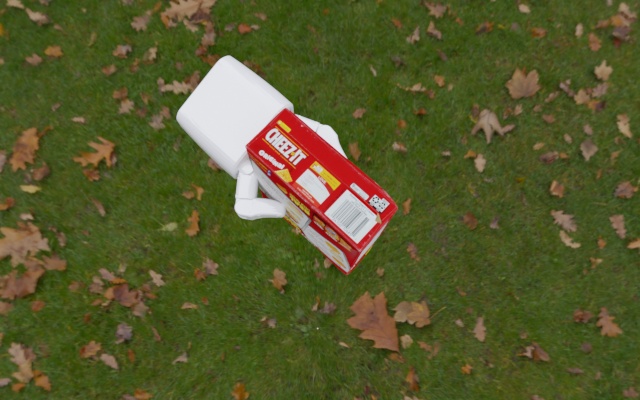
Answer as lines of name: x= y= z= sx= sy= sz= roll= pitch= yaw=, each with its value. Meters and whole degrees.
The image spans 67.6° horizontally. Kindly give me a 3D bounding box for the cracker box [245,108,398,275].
cracker box: x=0.000 y=0.002 z=0.586 sx=0.164 sy=0.072 sz=0.214 roll=42 pitch=-11 yaw=10
